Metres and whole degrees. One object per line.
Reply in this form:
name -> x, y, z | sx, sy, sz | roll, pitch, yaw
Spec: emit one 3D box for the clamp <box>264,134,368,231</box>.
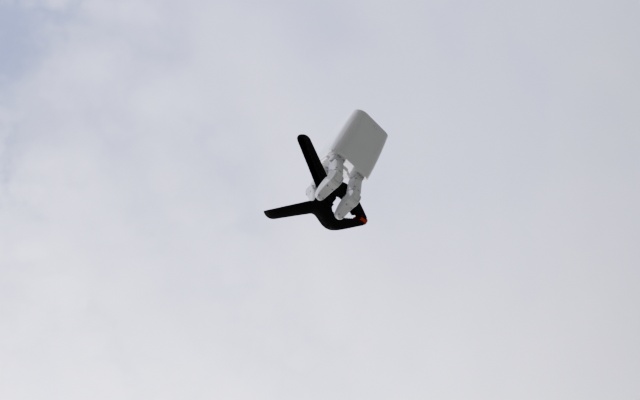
clamp -> 0.000, 0.003, 0.878 | 0.210, 0.164, 0.036 | 39, -20, -27
